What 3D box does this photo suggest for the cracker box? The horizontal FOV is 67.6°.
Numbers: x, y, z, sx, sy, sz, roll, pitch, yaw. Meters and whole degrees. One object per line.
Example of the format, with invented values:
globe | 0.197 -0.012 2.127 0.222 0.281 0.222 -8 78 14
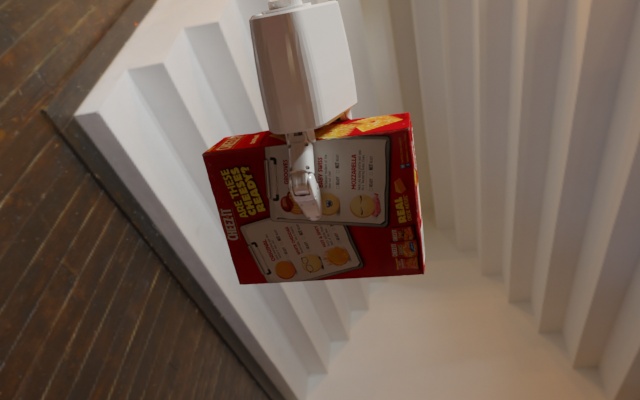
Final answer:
cracker box | 0.000 0.002 0.525 0.214 0.164 0.072 -5 23 13
